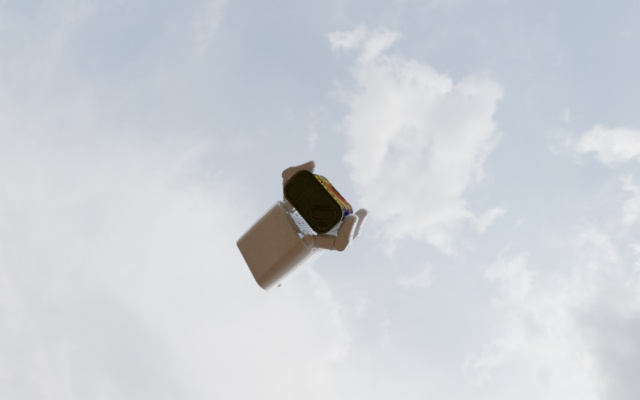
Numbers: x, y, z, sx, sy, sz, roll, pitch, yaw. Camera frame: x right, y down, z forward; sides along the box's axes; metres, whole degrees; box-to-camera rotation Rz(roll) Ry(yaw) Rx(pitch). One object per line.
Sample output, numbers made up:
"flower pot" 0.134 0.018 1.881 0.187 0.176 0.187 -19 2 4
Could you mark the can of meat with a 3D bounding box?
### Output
"can of meat" 0.000 0.002 0.756 0.057 0.102 0.084 -43 -13 12
